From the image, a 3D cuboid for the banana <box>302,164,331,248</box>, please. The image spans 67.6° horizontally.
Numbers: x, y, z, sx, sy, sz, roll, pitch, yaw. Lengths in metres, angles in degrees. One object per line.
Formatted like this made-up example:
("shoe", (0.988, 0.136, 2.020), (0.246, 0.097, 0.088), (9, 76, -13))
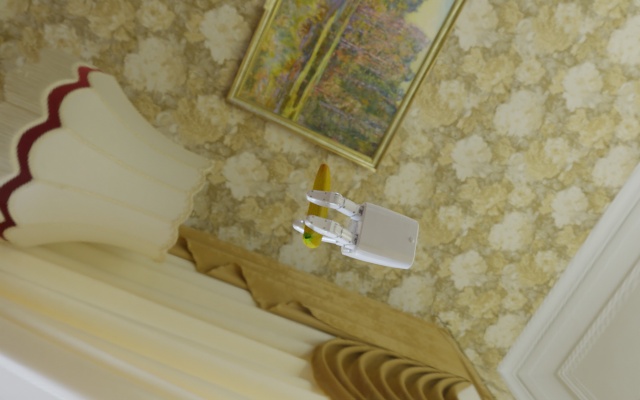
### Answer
("banana", (-0.004, 0.018, 0.858), (0.037, 0.070, 0.197), (13, 43, -3))
